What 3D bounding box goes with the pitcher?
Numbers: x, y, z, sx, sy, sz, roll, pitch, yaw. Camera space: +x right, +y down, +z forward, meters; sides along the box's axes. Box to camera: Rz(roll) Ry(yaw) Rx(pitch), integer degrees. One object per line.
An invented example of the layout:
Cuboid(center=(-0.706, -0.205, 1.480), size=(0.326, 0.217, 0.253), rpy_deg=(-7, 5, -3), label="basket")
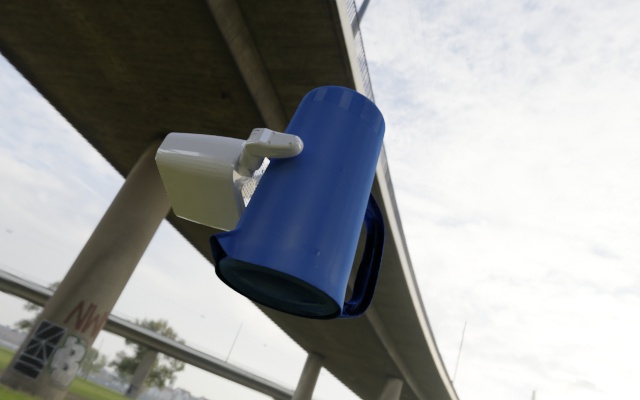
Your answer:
Cuboid(center=(0.000, 0.002, 0.525), size=(0.145, 0.242, 0.149), rpy_deg=(10, -29, 19), label="pitcher")
